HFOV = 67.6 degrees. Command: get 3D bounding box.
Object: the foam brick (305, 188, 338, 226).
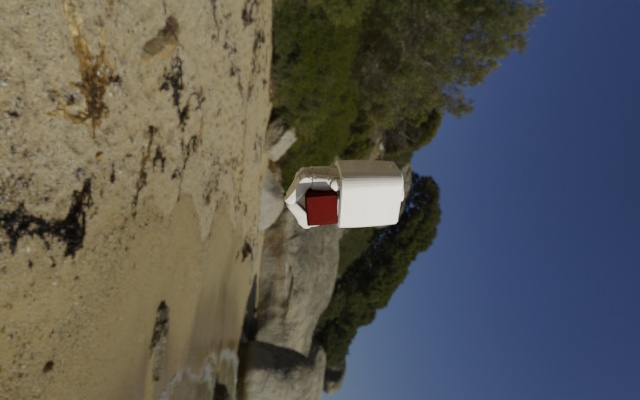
[{"bbox_3d":[0.000,0.003,0.809,0.051,0.053,0.078,-3,23,-3],"label":"foam brick"}]
